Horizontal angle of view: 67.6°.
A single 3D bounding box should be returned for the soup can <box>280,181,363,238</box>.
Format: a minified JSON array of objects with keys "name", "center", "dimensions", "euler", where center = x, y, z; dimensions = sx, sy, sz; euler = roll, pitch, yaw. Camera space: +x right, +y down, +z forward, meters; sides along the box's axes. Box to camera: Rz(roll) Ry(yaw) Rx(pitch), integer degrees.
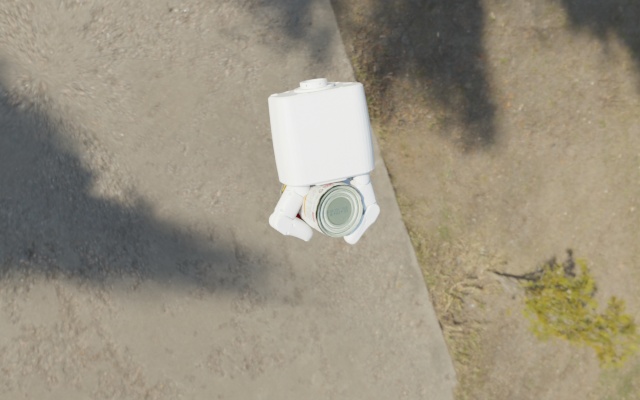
[{"name":"soup can","center":[0.000,0.003,0.613],"dimensions":[0.068,0.068,0.102],"euler":[0,13,-30]}]
